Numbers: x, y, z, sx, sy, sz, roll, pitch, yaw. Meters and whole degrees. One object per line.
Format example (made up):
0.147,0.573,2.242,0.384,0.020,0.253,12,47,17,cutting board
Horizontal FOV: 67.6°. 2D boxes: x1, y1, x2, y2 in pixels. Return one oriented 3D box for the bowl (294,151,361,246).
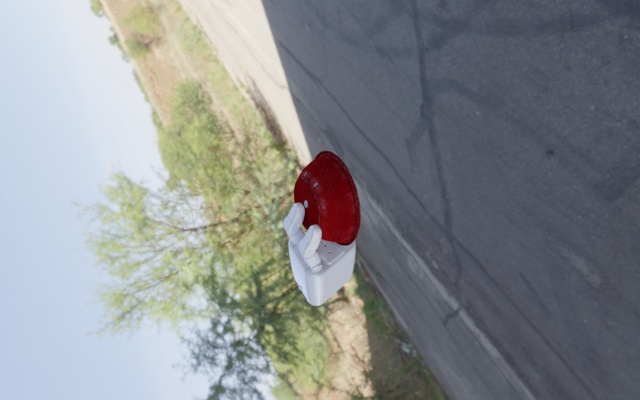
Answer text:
0.000,0.001,0.780,0.055,0.162,0.162,-14,6,-26,bowl
